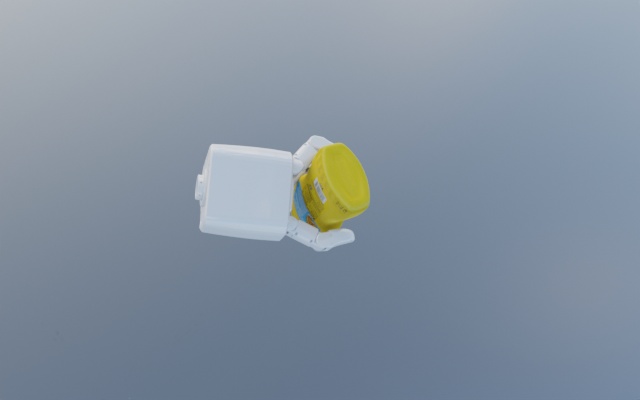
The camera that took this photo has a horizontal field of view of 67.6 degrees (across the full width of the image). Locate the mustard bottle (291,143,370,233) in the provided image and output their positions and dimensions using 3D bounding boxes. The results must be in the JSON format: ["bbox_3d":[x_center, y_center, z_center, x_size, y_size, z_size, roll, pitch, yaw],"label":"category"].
[{"bbox_3d":[0.001,0.002,0.678,0.058,0.096,0.192,-18,-13,-27],"label":"mustard bottle"}]
